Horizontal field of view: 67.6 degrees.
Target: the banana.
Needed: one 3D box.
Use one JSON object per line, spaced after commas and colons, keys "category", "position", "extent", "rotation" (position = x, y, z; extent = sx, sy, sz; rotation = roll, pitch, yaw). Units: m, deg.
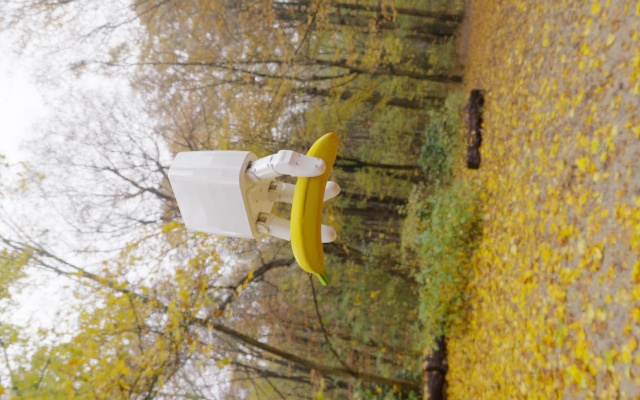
{"category": "banana", "position": [-0.007, 0.001, 0.585], "extent": [0.037, 0.197, 0.070], "rotation": [0, -14, 24]}
